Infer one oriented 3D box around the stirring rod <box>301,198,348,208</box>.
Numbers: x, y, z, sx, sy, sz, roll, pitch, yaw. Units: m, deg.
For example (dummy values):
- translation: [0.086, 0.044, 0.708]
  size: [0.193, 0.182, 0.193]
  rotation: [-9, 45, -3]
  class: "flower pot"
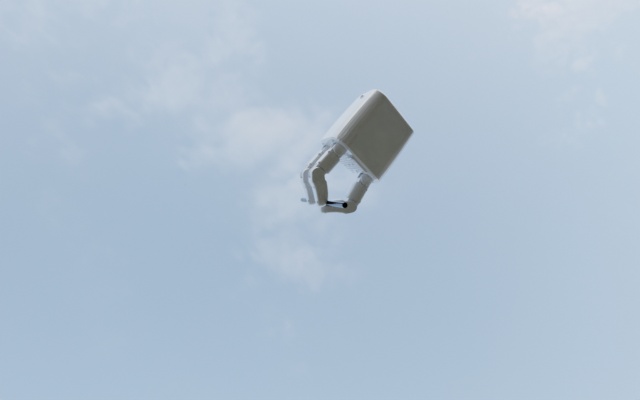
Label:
- translation: [0.000, 0.002, 0.760]
  size: [0.011, 0.011, 0.239]
  rotation: [0, 2, -16]
  class: "stirring rod"
